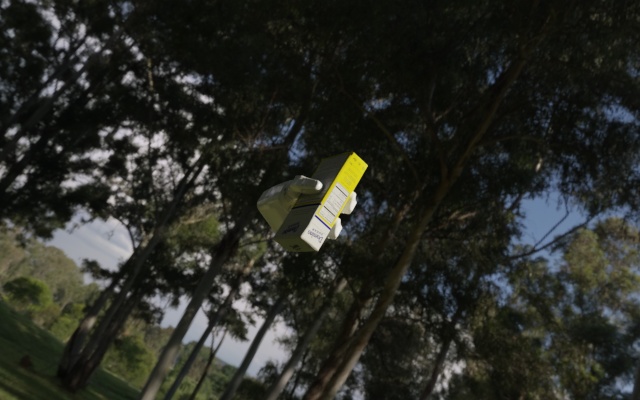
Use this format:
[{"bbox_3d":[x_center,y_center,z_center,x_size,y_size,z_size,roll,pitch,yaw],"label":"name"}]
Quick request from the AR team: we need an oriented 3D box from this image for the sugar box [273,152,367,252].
[{"bbox_3d":[0.000,0.003,0.787,0.048,0.176,0.093,40,-25,-24],"label":"sugar box"}]
